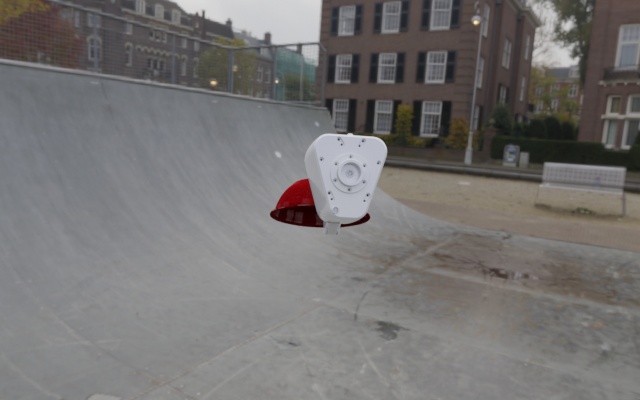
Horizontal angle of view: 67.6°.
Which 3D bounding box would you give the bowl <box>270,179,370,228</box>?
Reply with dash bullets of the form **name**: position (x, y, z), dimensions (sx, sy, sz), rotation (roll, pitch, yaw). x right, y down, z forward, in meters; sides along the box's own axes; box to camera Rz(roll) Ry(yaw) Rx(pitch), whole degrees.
- **bowl**: position (0.000, 0.002, 0.775), dimensions (0.162, 0.055, 0.162), rotation (1, -15, 0)
